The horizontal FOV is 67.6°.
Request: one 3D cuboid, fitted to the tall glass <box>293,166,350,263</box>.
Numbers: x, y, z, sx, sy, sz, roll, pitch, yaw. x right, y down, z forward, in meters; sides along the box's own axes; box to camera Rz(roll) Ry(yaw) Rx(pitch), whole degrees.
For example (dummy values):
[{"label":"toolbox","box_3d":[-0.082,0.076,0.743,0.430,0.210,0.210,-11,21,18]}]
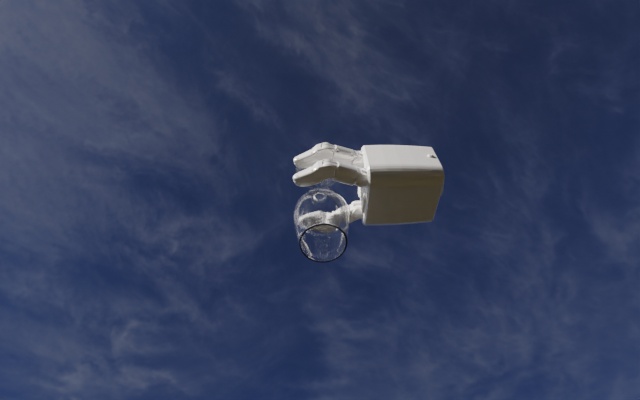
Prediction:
[{"label":"tall glass","box_3d":[0.000,0.002,0.689,0.079,0.079,0.201,0,32,-2]}]
